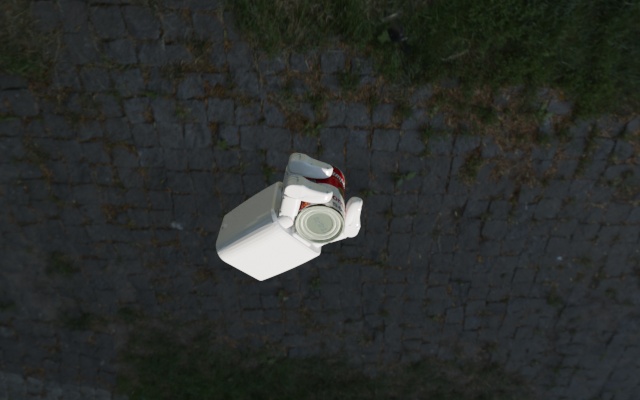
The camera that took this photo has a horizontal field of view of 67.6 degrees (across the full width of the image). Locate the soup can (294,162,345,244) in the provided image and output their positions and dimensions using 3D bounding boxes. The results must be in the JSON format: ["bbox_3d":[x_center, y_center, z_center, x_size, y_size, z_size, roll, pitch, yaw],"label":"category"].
[{"bbox_3d":[0.001,0.002,0.660,0.068,0.069,0.102,0,37,2],"label":"soup can"}]
